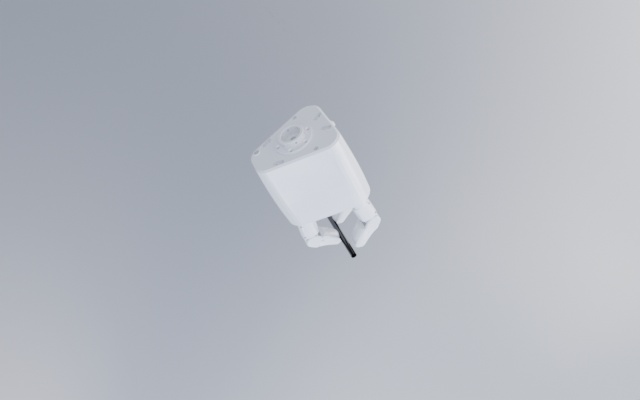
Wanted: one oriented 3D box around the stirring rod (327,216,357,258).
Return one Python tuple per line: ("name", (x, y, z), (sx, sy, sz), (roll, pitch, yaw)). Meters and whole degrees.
("stirring rod", (0.000, 0.002, 0.730), (0.011, 0.011, 0.239), (0, 37, -28))
